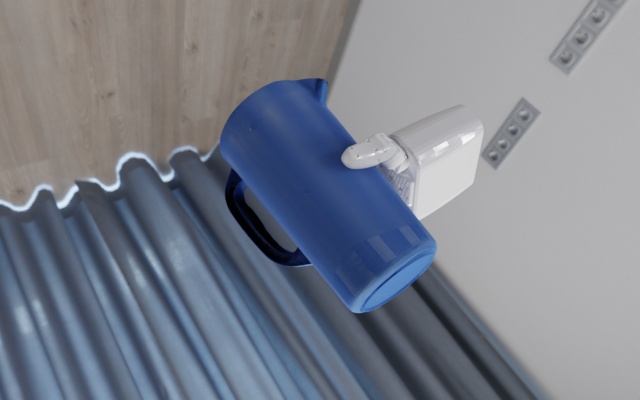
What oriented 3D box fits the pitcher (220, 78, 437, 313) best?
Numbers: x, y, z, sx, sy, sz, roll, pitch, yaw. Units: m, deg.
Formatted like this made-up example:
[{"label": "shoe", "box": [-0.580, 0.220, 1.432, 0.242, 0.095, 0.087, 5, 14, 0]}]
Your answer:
[{"label": "pitcher", "box": [0.000, 0.002, 0.515, 0.145, 0.242, 0.149, -28, -26, -23]}]
